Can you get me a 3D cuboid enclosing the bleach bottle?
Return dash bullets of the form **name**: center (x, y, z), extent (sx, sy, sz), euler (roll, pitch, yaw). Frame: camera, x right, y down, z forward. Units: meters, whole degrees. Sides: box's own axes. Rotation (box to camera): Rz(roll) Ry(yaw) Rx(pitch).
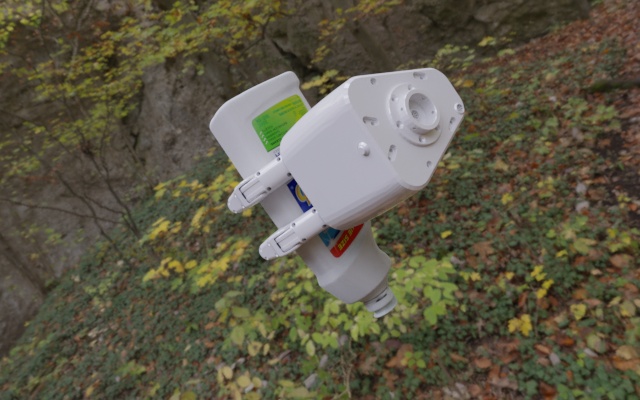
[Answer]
- **bleach bottle**: center (0.000, 0.002, 0.478), extent (0.102, 0.251, 0.068), euler (-36, 2, -33)
